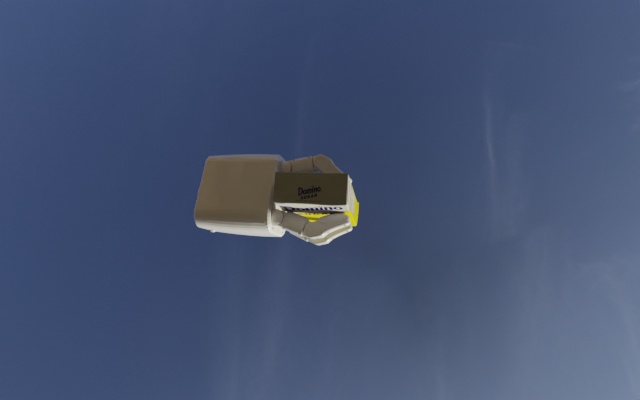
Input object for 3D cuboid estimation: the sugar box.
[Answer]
[{"bbox_3d":[0.000,0.003,0.654,0.093,0.048,0.176,2,-8,9],"label":"sugar box"}]
